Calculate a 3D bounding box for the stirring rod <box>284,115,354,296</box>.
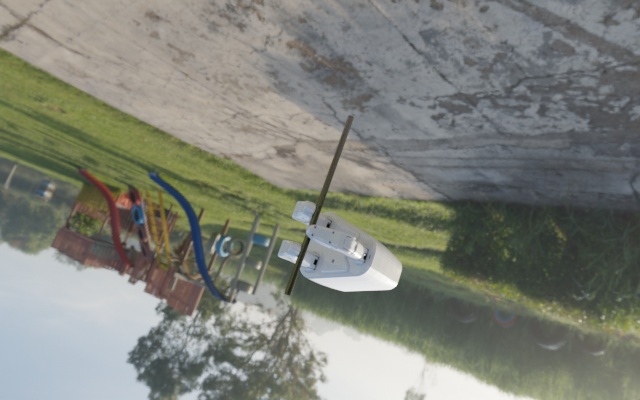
[{"bbox_3d":[0.000,0.002,0.595,0.011,0.239,0.011,19,-12,4],"label":"stirring rod"}]
